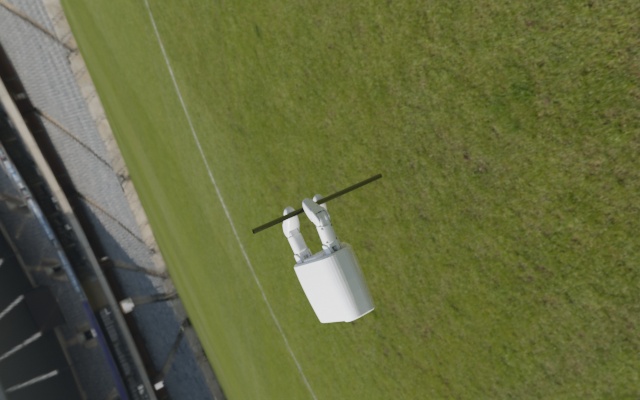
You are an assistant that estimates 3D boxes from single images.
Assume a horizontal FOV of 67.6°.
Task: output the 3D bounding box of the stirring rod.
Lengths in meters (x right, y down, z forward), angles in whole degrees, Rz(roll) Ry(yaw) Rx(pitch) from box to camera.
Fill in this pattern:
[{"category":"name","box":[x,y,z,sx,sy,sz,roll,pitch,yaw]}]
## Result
[{"category":"stirring rod","box":[0.000,0.003,0.771,0.239,0.011,0.011,-24,9,-21]}]
